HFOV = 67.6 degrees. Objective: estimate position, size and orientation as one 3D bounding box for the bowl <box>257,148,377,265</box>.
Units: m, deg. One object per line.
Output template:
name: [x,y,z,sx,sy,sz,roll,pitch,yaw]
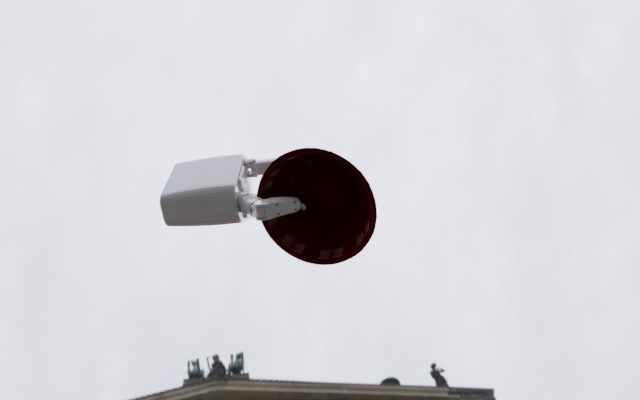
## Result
bowl: [0.002,0.002,0.635,0.162,0.162,0.055,0,21,19]
